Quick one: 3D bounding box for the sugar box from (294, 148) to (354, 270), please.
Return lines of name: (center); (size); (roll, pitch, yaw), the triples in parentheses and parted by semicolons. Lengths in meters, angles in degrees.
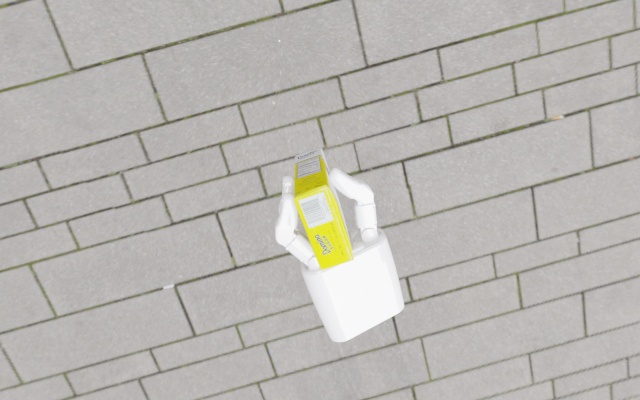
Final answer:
sugar box: (0.000, 0.002, 0.589); (0.048, 0.093, 0.176); (-19, 19, 1)
